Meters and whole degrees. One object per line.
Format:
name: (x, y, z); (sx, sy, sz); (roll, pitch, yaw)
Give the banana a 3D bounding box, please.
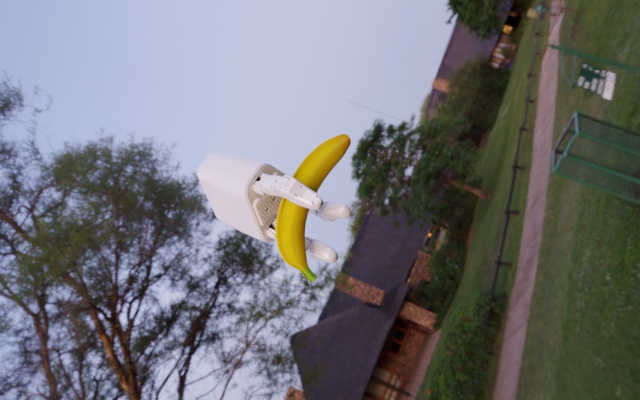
banana: (-0.016, 0.000, 0.611); (0.069, 0.198, 0.037); (18, -5, -31)
